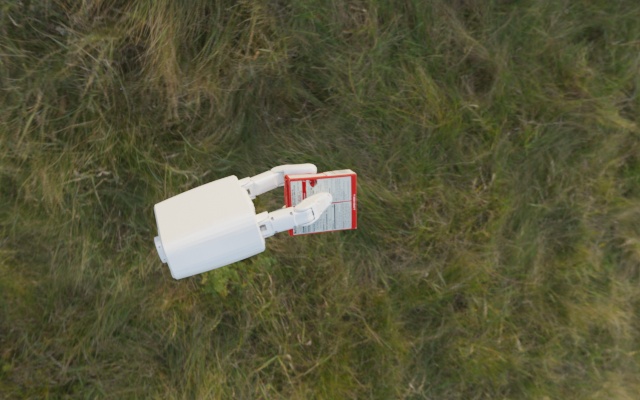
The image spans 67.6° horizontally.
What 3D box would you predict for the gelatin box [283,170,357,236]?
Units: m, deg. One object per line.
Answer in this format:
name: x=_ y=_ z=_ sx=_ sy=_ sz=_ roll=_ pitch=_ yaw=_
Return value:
gelatin box: x=0.001 y=0.002 z=0.600 sx=0.089 sy=0.073 sz=0.030 roll=-6 pitch=16 yaw=-13
